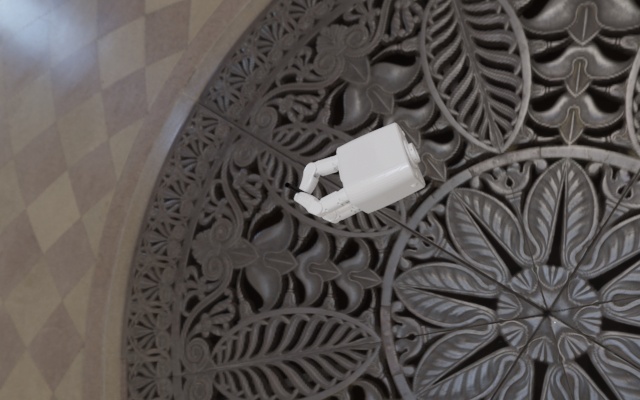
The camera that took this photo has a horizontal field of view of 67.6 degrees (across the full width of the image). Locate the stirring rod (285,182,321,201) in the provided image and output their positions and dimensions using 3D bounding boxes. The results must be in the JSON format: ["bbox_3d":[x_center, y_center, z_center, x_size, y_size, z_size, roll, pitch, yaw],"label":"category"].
[{"bbox_3d":[0.000,0.003,0.842,0.011,0.011,0.239,0,-13,26],"label":"stirring rod"}]
